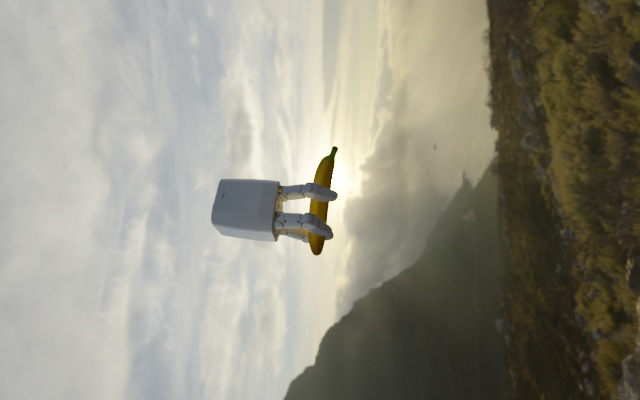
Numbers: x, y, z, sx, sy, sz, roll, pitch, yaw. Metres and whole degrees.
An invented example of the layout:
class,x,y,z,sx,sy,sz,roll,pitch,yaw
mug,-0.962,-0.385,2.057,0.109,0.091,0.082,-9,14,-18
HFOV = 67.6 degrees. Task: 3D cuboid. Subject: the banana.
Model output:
class,x,y,z,sx,sy,sz,roll,pitch,yaw
banana,-0.001,0.003,0.862,0.037,0.197,0.069,8,-10,-2
